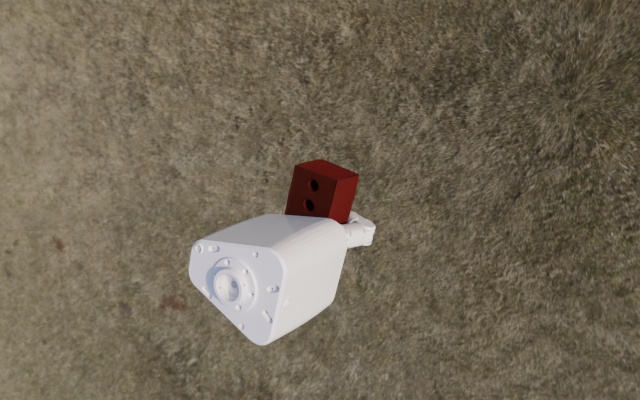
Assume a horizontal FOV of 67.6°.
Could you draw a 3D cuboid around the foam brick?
[{"bbox_3d":[0.000,0.001,0.511,0.053,0.078,0.051,22,20,28],"label":"foam brick"}]
